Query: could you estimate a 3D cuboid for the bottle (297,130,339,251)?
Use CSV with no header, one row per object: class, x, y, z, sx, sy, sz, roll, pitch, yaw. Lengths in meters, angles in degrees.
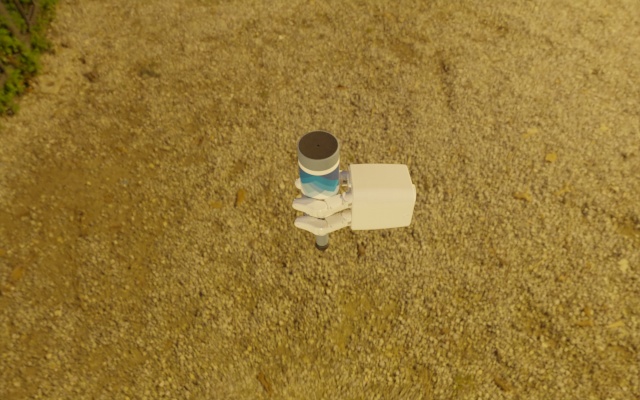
bottle,0.000,0.003,0.861,0.069,0.069,0.296,0,-37,2
